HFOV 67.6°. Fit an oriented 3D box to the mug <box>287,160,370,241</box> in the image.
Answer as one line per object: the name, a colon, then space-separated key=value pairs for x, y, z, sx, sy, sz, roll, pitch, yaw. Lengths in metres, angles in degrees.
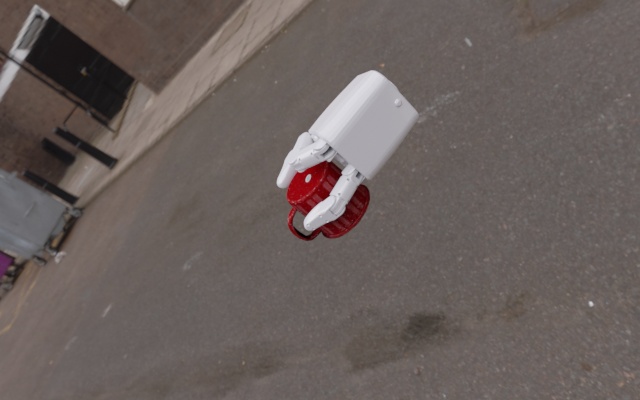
mug: x=-0.001 y=0.003 z=0.662 sx=0.081 sy=0.117 sz=0.093 roll=39 pitch=0 yaw=-28
